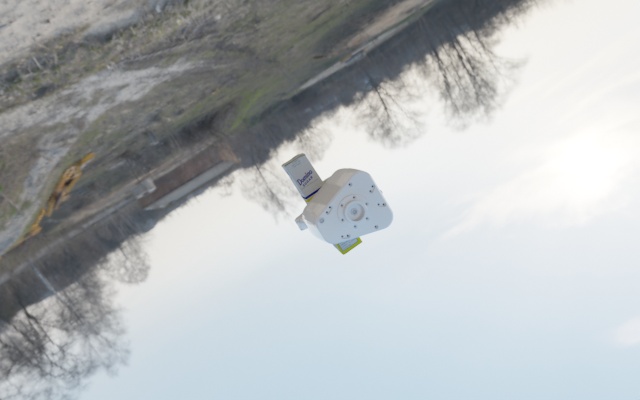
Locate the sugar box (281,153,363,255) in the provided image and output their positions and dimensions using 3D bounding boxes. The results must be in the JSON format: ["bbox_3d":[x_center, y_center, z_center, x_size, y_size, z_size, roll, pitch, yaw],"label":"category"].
[{"bbox_3d":[0.001,0.002,0.812,0.048,0.176,0.093,-32,9,-5],"label":"sugar box"}]
